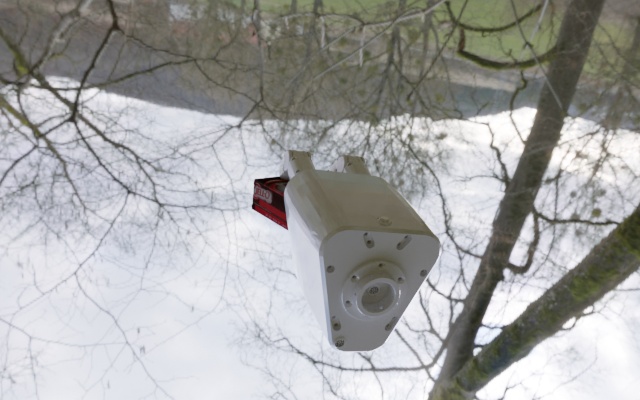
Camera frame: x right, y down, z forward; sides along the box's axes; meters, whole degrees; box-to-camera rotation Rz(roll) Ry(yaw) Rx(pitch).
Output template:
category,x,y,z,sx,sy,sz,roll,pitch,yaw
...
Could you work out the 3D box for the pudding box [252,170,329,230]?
category,x,y,z,sx,sy,sz,roll,pitch,yaw
pudding box,0.000,0.002,0.490,0.113,0.039,0.090,-8,26,-44
